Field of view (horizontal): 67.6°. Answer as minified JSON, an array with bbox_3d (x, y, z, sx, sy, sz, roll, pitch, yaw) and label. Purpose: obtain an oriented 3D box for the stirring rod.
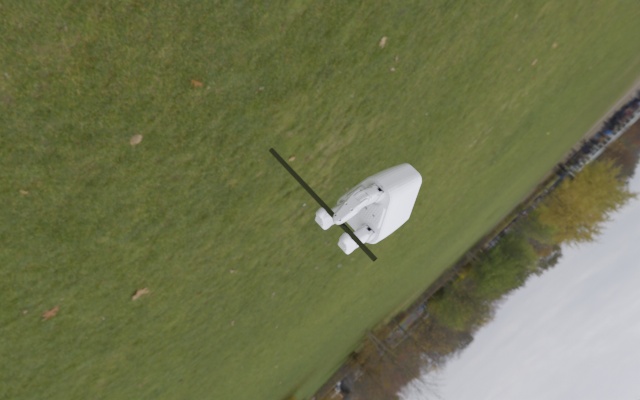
[{"bbox_3d":[0.000,0.002,0.723,0.239,0.011,0.011,46,17,17],"label":"stirring rod"}]
